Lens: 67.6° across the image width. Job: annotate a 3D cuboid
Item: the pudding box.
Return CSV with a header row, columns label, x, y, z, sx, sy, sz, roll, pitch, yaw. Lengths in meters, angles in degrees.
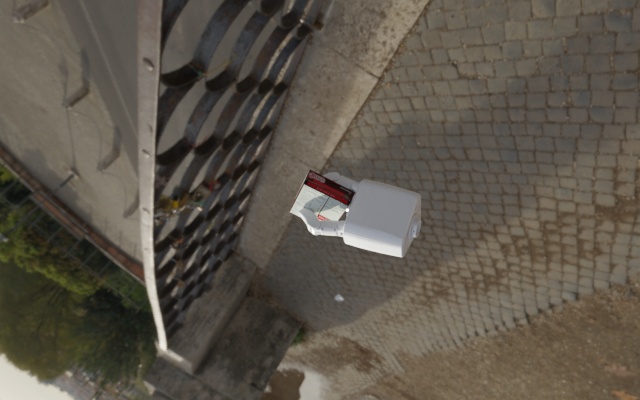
label,x,y,z,sx,sy,sz,roll,pitch,yaw
pudding box,0.000,0.003,0.863,0.090,0.039,0.113,28,-35,-3
